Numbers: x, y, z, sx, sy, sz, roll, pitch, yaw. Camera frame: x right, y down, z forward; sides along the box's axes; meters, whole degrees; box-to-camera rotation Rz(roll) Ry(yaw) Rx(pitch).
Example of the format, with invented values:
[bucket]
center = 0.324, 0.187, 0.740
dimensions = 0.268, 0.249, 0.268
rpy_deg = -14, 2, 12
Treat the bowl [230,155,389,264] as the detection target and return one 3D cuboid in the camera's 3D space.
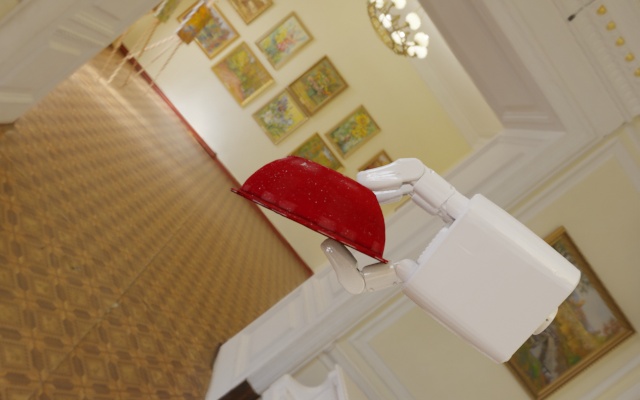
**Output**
[bowl]
center = -0.001, 0.001, 0.450
dimensions = 0.162, 0.055, 0.162
rpy_deg = 24, -3, 1
